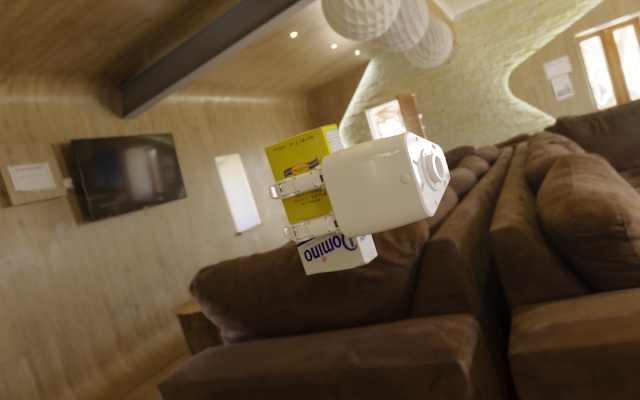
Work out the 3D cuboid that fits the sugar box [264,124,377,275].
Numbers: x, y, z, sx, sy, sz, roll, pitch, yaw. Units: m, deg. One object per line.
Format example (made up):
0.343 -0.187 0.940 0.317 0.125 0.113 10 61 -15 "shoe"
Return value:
0.000 0.002 0.606 0.093 0.176 0.048 -16 3 33 "sugar box"
